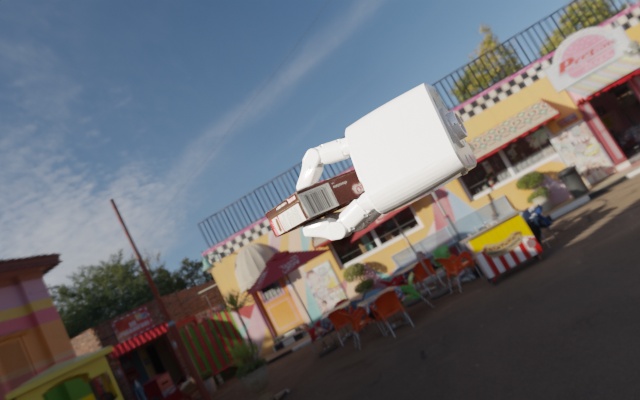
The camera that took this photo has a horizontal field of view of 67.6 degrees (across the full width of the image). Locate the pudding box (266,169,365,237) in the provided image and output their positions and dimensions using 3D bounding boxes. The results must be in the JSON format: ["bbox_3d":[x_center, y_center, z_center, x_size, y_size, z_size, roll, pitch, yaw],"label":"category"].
[{"bbox_3d":[0.000,0.002,0.596,0.113,0.039,0.090,-20,-7,-35],"label":"pudding box"}]
